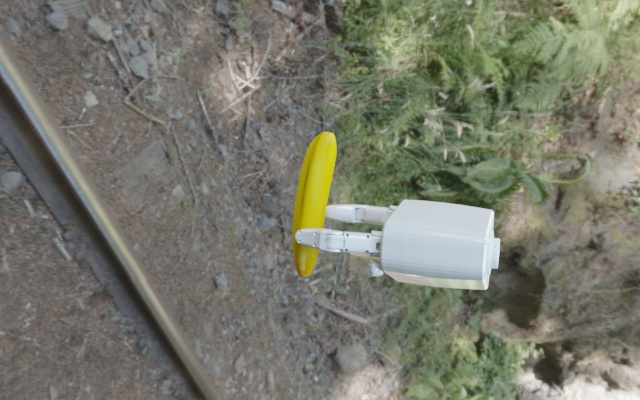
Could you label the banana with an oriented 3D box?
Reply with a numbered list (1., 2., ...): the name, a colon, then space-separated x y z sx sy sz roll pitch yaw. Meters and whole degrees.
1. banana: -0.005 -0.009 0.583 0.037 0.197 0.070 4 -23 20
